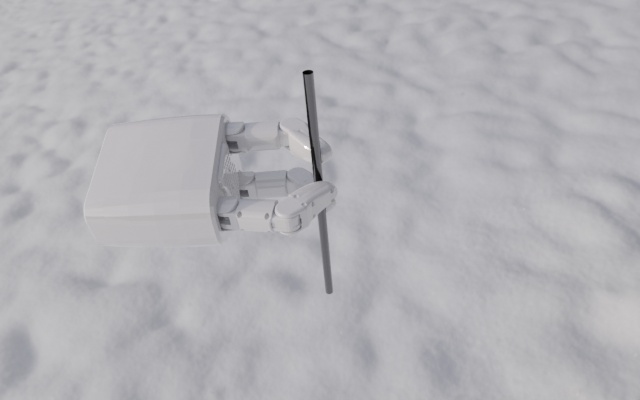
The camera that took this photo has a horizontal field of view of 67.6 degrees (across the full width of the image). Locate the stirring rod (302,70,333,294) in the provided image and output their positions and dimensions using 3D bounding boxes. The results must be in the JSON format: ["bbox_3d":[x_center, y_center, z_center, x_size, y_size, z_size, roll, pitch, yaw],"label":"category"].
[{"bbox_3d":[0.000,0.001,0.414,0.011,0.240,0.011,-3,40,3],"label":"stirring rod"}]
